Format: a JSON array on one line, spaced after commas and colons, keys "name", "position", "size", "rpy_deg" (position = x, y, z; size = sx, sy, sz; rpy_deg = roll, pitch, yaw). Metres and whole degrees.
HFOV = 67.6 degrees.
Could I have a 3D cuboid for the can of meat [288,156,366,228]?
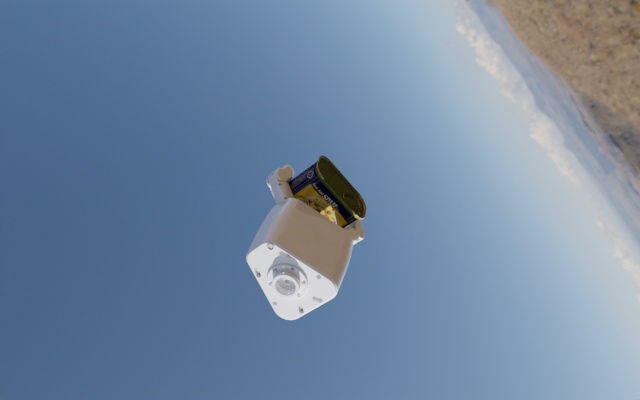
[{"name": "can of meat", "position": [0.000, 0.002, 0.673], "size": [0.084, 0.102, 0.057], "rpy_deg": [-35, 19, 25]}]
